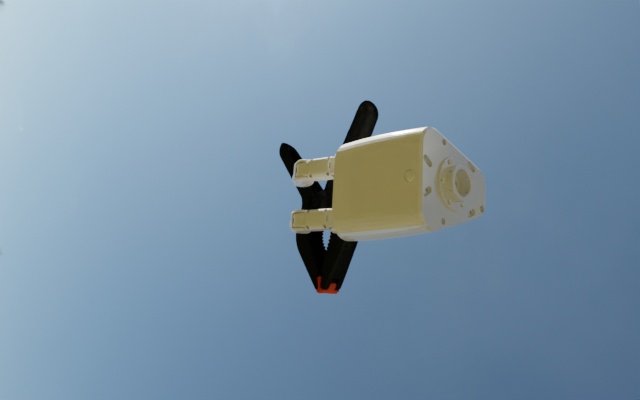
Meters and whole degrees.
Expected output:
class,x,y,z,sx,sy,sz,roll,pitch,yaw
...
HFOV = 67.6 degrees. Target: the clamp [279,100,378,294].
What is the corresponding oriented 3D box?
class,x,y,z,sx,sy,sz,roll,pitch,yaw
clamp,0.001,0.002,0.560,0.036,0.210,0.164,12,-13,-38
